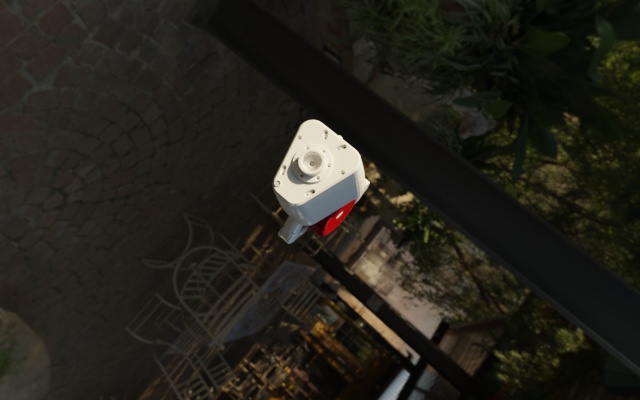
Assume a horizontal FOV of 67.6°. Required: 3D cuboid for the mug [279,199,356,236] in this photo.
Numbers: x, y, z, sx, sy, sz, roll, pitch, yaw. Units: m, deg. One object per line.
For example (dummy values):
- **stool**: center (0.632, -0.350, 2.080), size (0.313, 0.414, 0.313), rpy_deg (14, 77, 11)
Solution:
- **mug**: center (0.000, 0.003, 0.732), size (0.081, 0.093, 0.117), rpy_deg (40, -6, 15)
